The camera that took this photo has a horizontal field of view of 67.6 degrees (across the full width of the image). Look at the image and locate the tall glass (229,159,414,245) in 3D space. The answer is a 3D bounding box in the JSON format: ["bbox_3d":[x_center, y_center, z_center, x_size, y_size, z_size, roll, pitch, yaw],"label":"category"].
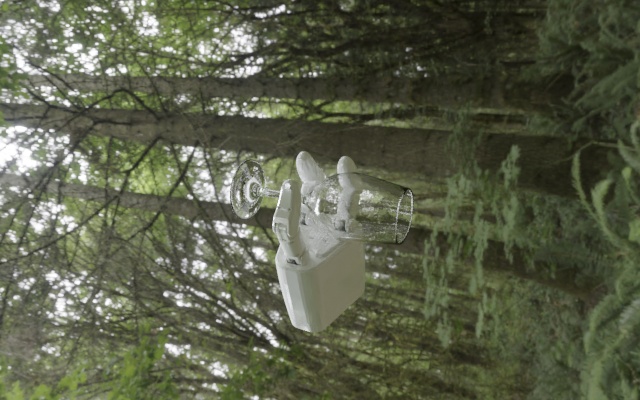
[{"bbox_3d":[-0.001,0.002,0.544,0.201,0.079,0.079,10,4,25],"label":"tall glass"}]
